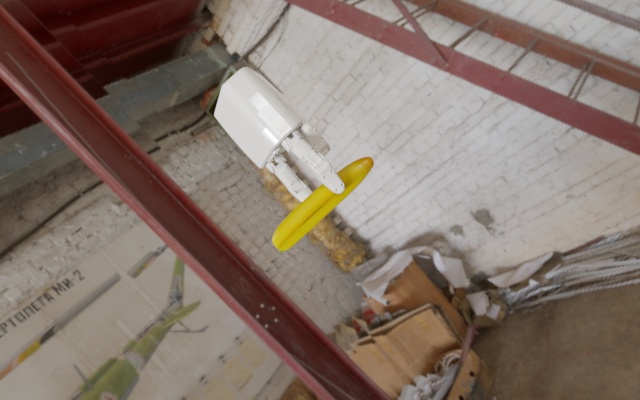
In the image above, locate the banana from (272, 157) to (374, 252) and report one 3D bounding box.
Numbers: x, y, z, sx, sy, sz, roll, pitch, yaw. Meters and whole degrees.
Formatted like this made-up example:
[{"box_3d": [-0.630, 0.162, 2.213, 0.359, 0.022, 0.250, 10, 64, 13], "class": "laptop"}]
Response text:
[{"box_3d": [-0.006, 0.009, 0.662, 0.198, 0.037, 0.069, -43, 2, 17], "class": "banana"}]
